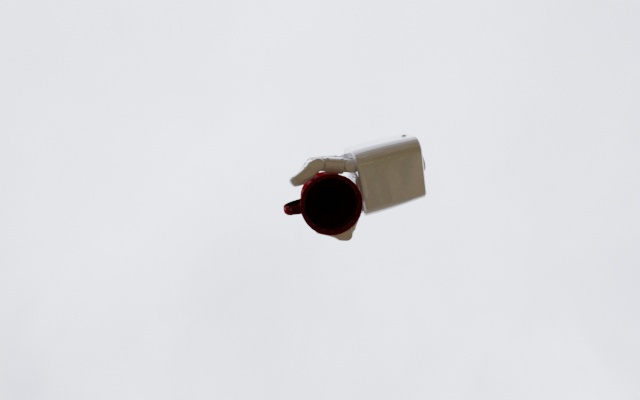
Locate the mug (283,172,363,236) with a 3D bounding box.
[{"bbox_3d":[-0.001,0.003,0.739,0.117,0.093,0.081,-15,12,-4],"label":"mug"}]
